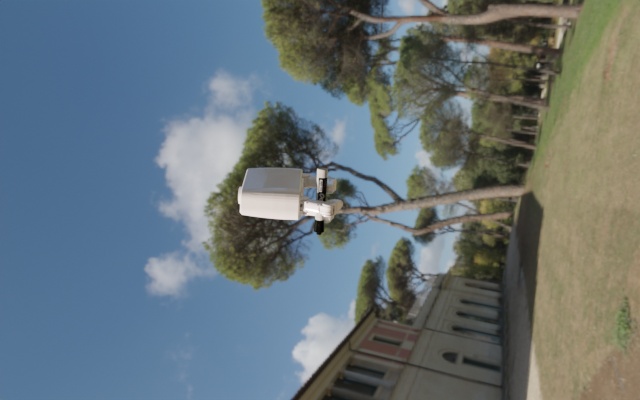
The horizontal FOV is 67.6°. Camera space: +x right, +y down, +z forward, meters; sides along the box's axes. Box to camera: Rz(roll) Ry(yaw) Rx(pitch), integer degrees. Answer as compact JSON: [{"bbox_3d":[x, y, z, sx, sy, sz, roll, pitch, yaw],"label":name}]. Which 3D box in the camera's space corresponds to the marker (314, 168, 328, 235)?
[{"bbox_3d":[0.000,0.003,0.851,0.020,0.121,0.020,3,14,-1],"label":"marker"}]
